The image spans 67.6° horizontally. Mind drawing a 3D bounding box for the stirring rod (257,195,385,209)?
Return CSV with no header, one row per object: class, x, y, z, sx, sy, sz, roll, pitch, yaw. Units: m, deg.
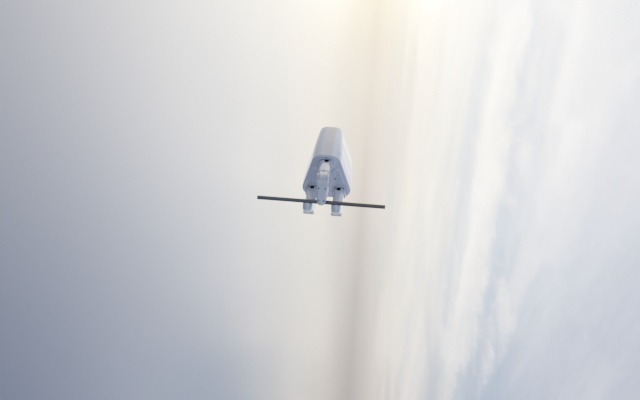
stirring rod,0.000,0.003,0.893,0.239,0.011,0.011,4,0,5
